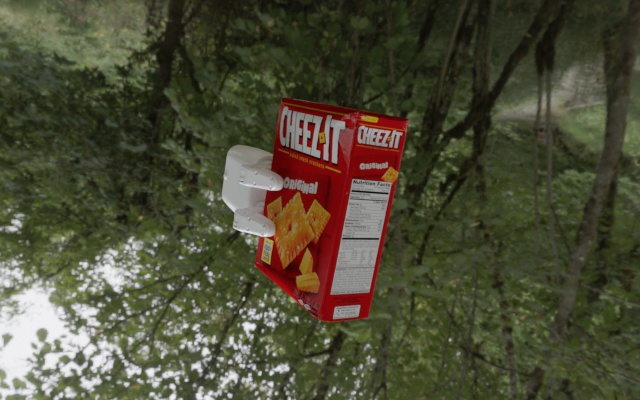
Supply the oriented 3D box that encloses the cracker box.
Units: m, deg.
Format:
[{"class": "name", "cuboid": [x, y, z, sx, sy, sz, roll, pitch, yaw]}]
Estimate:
[{"class": "cracker box", "cuboid": [0.000, 0.002, 0.532, 0.072, 0.214, 0.164, 2, 13, -33]}]
